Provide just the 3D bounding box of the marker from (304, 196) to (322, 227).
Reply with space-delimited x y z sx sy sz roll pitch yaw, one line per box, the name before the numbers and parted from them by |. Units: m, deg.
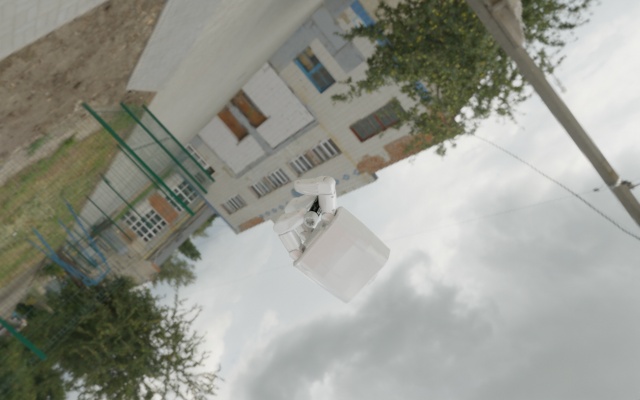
marker | 0.000 0.002 0.732 0.020 0.020 0.121 0 28 17
